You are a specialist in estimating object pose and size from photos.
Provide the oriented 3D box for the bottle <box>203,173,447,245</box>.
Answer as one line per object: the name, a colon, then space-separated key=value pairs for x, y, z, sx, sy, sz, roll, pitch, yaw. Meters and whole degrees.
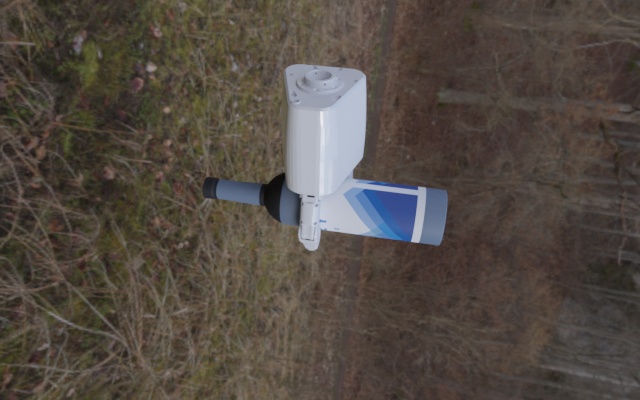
bottle: x=0.000 y=0.002 z=0.586 sx=0.296 sy=0.069 sz=0.069 roll=7 pitch=1 yaw=8
